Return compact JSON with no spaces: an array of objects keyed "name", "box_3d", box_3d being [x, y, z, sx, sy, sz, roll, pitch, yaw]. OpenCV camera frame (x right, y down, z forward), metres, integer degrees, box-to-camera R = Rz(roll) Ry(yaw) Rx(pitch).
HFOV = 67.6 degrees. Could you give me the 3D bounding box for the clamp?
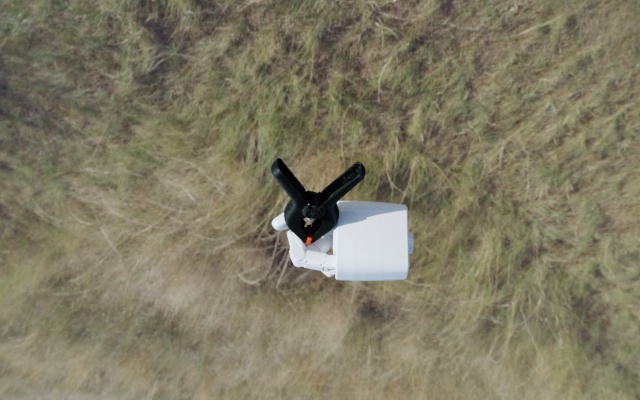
[{"name":"clamp","box_3d":[0.000,0.003,0.662,0.120,0.039,0.172,1,-37,4]}]
